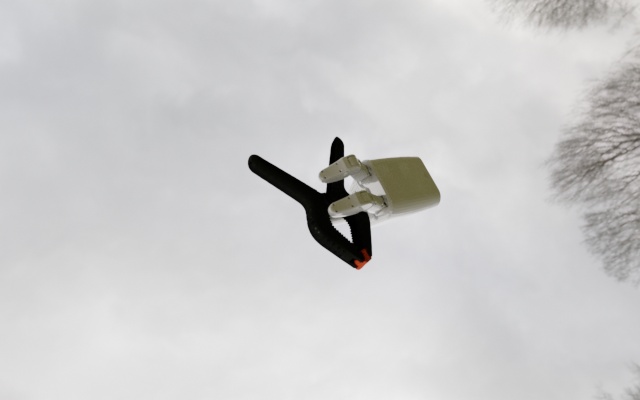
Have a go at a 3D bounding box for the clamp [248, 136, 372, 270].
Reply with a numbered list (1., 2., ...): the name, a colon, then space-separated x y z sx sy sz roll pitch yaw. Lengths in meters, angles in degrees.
1. clamp: 0.000 0.003 0.665 0.164 0.210 0.036 -10 -27 -31
